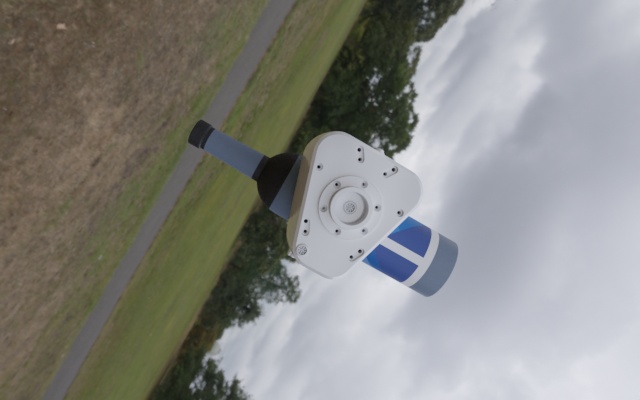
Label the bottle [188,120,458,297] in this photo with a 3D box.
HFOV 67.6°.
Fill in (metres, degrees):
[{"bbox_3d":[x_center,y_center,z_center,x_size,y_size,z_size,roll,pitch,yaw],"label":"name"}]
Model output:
[{"bbox_3d":[0.000,0.002,0.497,0.296,0.069,0.069,29,-3,-5],"label":"bottle"}]
